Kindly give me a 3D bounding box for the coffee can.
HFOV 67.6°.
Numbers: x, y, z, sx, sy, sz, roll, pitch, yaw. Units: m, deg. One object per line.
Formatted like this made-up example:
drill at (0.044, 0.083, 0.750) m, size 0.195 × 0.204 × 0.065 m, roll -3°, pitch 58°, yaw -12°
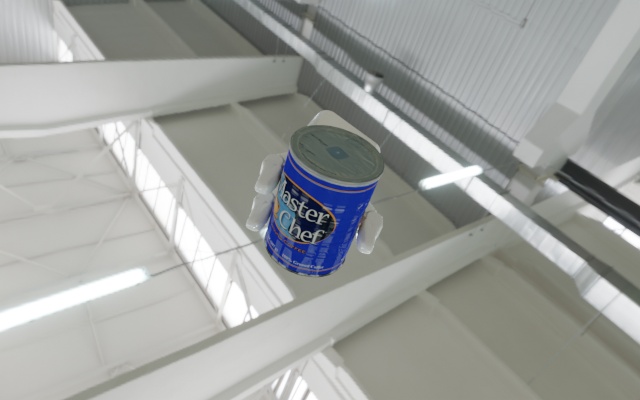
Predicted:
coffee can at (0.000, 0.002, 0.537) m, size 0.103 × 0.140 × 0.102 m, roll 12°, pitch 37°, yaw -9°
